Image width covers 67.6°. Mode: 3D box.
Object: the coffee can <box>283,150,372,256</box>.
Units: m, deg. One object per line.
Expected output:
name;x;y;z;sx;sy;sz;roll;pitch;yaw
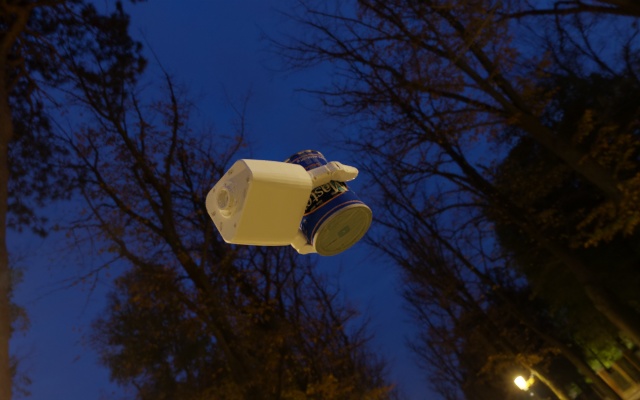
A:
coffee can;0.000;0.003;0.754;0.103;0.103;0.140;0;40;-43
